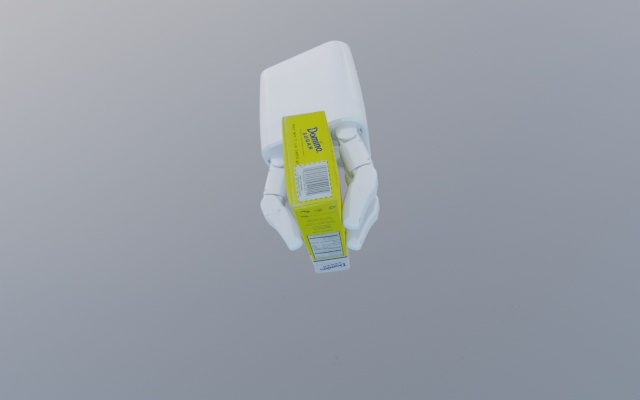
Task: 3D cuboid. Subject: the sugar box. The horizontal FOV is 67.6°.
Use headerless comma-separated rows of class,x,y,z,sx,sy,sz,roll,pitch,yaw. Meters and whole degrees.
sugar box,0.001,0.001,0.477,0.048,0.093,0.176,-9,-26,5
